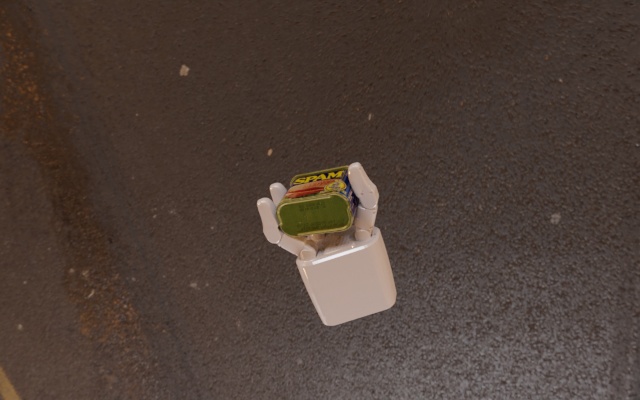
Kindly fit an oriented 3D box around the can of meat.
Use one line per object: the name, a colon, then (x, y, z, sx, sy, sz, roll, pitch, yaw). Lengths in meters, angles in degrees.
can of meat: (0.000, 0.002, 0.621, 0.102, 0.057, 0.084, -9, 23, 18)
